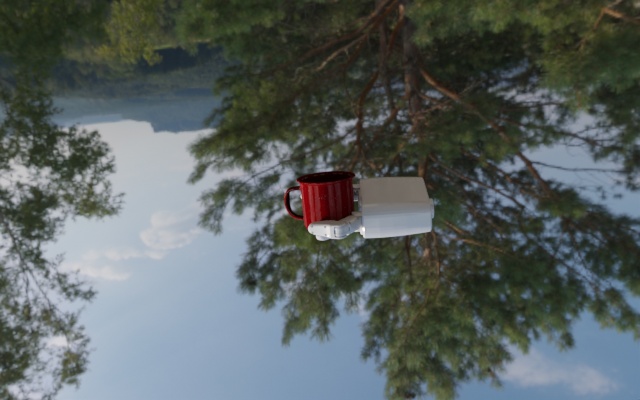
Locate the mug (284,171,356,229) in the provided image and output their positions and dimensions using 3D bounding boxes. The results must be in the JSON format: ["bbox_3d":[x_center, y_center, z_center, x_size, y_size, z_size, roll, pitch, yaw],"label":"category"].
[{"bbox_3d":[-0.001,0.003,0.759,0.117,0.081,0.093,-4,14,7],"label":"mug"}]
